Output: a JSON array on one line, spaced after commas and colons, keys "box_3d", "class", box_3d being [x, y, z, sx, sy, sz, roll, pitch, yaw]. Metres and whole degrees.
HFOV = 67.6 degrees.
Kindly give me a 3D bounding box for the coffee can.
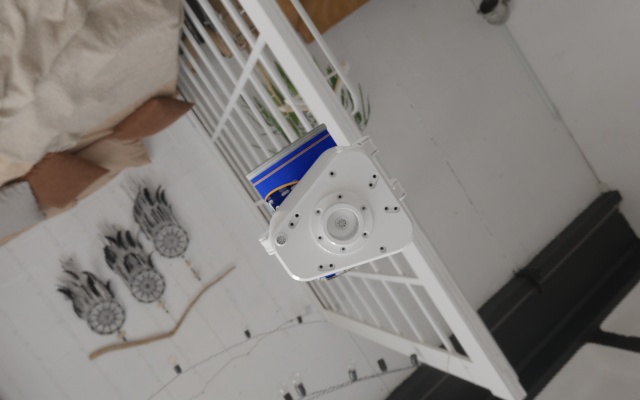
[{"box_3d": [0.000, 0.002, 0.526, 0.103, 0.140, 0.103, -34, 6, 4], "class": "coffee can"}]
